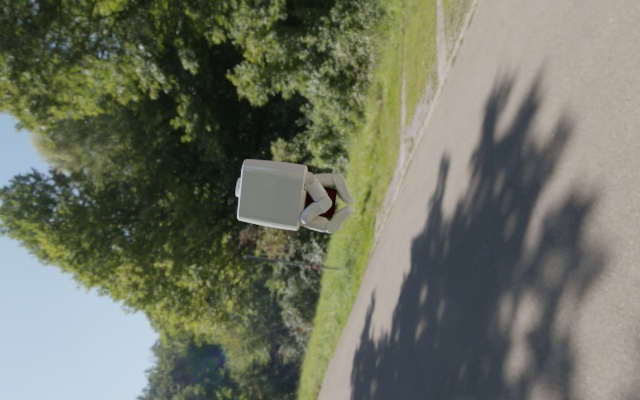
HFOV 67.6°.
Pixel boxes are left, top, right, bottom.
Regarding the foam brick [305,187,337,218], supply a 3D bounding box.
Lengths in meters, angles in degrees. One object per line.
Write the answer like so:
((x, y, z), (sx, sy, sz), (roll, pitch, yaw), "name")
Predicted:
((0.000, 0.003, 0.860), (0.051, 0.053, 0.078), (7, -2, 0), "foam brick")
